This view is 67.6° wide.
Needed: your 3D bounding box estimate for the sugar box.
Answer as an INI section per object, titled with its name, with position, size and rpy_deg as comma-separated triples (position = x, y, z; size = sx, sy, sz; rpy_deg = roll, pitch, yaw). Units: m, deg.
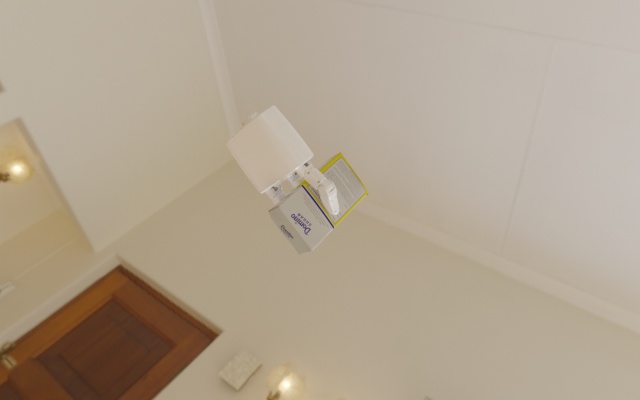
[sugar box]
position = 0.000, 0.003, 0.815
size = 0.176, 0.093, 0.048
rpy_deg = -42, 10, -35
